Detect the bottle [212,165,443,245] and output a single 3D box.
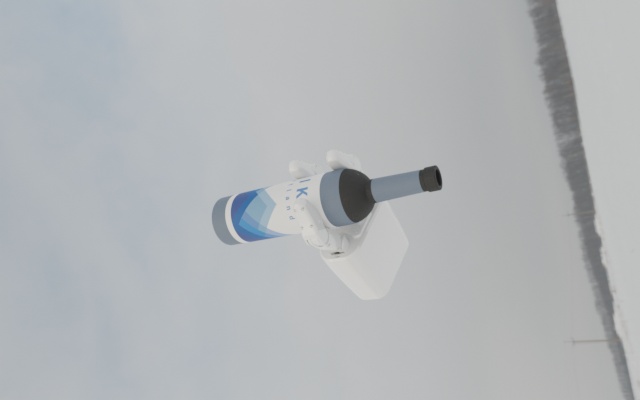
[{"bbox_3d":[0.000,0.002,0.580,0.296,0.069,0.069,-12,-6,29],"label":"bottle"}]
